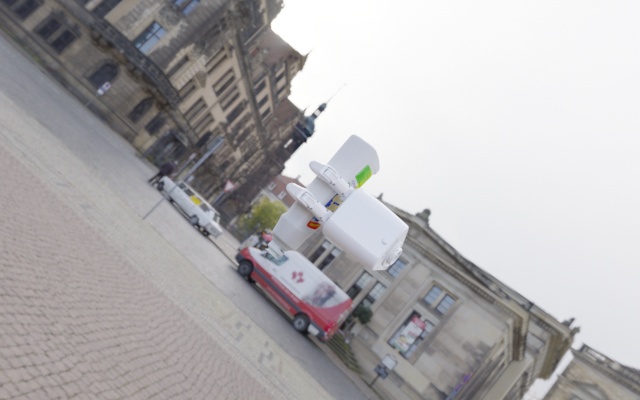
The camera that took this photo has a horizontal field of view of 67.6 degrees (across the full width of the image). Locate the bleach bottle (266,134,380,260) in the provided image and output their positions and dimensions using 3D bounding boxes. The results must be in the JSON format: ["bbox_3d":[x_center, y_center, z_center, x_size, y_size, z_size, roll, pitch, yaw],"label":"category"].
[{"bbox_3d":[0.000,0.003,0.840,0.068,0.251,0.103,39,-9,20],"label":"bleach bottle"}]
